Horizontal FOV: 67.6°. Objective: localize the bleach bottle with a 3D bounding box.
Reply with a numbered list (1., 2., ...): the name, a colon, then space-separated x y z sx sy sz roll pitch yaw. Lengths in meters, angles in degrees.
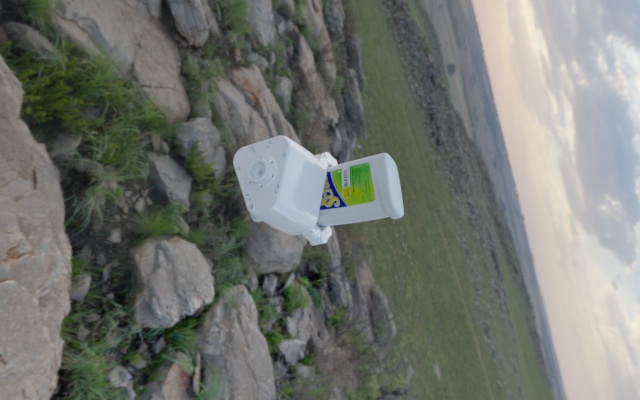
1. bleach bottle: 0.000 0.002 0.764 0.251 0.102 0.068 -14 -23 23
